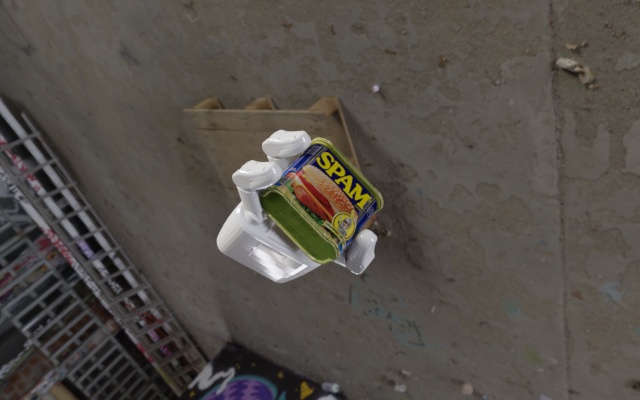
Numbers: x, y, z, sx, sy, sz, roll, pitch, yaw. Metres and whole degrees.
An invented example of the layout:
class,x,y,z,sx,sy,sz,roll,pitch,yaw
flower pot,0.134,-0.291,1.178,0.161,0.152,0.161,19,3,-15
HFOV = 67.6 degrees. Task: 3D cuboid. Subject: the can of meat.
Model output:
class,x,y,z,sx,sy,sz,roll,pitch,yaw
can of meat,0.000,0.002,0.485,0.084,0.102,0.057,-47,6,-33
